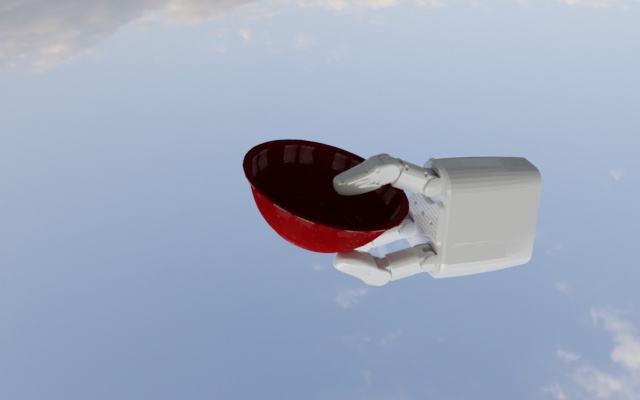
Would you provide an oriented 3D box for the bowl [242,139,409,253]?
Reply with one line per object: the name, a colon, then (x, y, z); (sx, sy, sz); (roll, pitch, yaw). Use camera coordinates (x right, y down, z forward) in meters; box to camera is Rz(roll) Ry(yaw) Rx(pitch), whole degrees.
bowl: (-0.001, 0.002, 0.460); (0.162, 0.055, 0.162); (14, 30, -8)
